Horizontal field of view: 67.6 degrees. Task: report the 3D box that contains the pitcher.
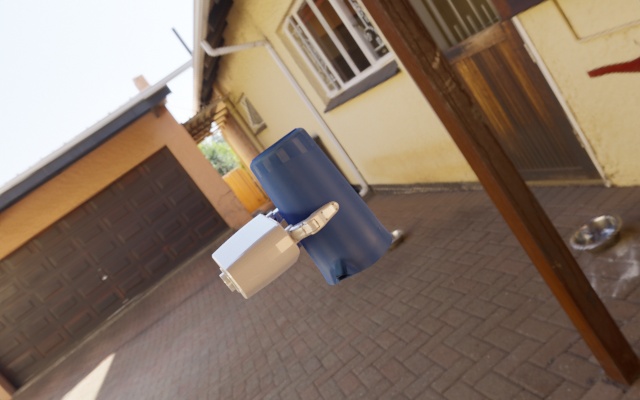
[{"bbox_3d":[0.000,0.003,0.785,0.145,0.243,0.149,-39,10,-16],"label":"pitcher"}]
